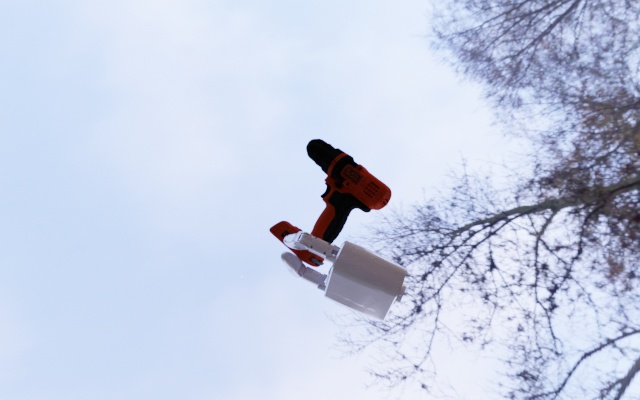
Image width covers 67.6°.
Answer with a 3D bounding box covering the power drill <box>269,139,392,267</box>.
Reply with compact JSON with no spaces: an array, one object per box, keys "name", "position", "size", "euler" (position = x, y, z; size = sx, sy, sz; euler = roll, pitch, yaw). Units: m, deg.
[{"name":"power drill","position":[0.000,0.003,0.807],"size":[0.184,0.187,0.057],"euler":[39,2,30]}]
